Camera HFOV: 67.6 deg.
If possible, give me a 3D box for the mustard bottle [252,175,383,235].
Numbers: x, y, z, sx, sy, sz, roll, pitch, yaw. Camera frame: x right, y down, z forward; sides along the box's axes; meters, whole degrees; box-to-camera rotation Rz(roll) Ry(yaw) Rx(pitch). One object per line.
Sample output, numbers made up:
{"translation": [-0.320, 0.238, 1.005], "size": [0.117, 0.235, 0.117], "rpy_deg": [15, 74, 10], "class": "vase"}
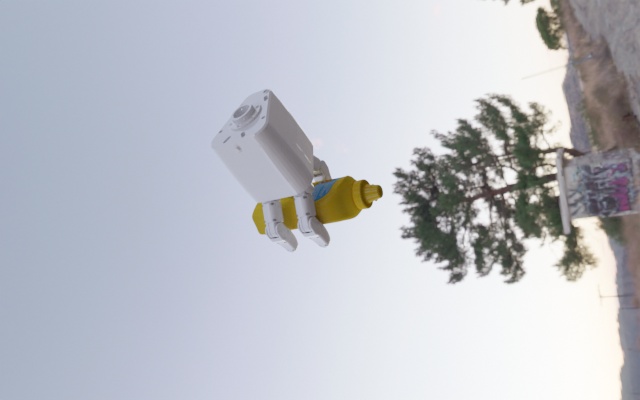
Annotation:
{"translation": [0.000, 0.003, 0.688], "size": [0.191, 0.058, 0.096], "rpy_deg": [-11, 19, 31], "class": "mustard bottle"}
